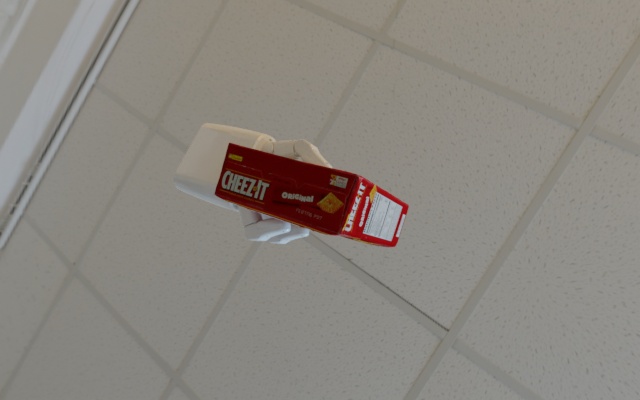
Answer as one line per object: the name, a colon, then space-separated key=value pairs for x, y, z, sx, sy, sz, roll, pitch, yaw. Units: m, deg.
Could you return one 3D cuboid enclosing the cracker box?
cracker box: x=0.000 y=0.002 z=0.593 sx=0.164 sy=0.072 sz=0.214 roll=16 pitch=-2 yaw=25
